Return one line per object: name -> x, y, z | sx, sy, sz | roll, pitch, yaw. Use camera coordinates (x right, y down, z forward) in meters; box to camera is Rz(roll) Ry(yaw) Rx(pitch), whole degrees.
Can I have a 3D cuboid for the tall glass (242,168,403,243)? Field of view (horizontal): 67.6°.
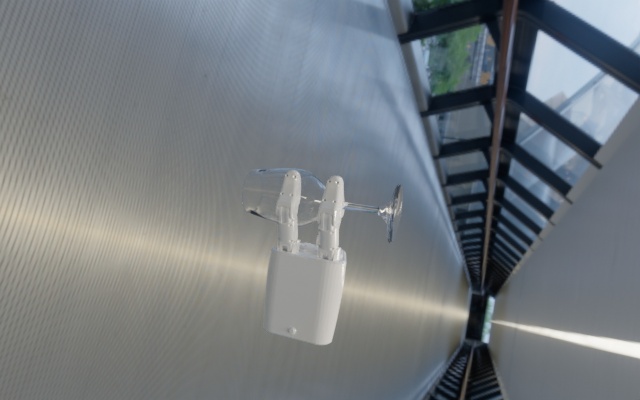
tall glass -> 0.001, 0.002, 0.622 | 0.201, 0.079, 0.079 | 9, 3, 19
